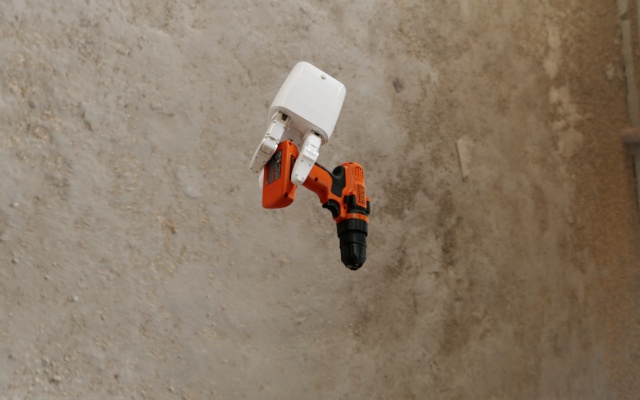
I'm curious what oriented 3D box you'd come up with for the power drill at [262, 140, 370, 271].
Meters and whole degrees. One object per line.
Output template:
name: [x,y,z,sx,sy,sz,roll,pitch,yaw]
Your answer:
power drill: [0.000,0.002,0.728,0.188,0.184,0.057,24,-38,-38]
